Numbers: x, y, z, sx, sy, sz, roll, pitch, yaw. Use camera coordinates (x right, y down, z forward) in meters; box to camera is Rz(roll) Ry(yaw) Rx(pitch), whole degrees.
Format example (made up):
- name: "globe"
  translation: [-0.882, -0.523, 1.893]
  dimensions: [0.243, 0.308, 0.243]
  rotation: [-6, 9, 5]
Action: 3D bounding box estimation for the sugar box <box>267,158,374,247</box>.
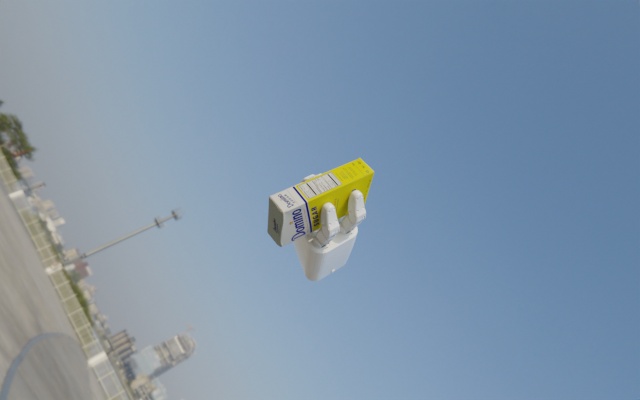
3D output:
- name: "sugar box"
  translation: [0.001, 0.003, 0.770]
  dimensions: [0.176, 0.048, 0.093]
  rotation: [-27, -32, -27]
